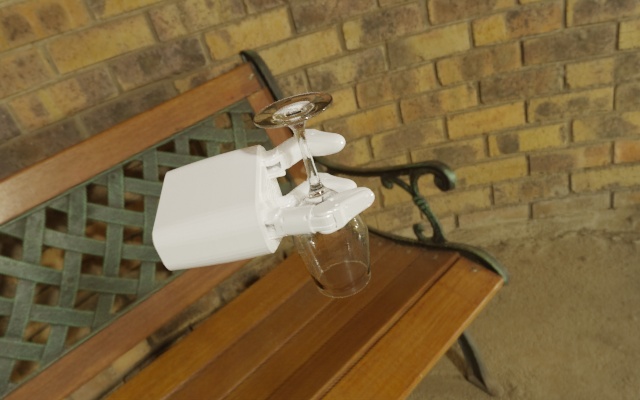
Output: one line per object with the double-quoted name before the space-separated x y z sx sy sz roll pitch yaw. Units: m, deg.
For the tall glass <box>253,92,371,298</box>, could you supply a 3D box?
"tall glass" 0.000 0.001 0.473 0.079 0.201 0.079 -13 29 7
